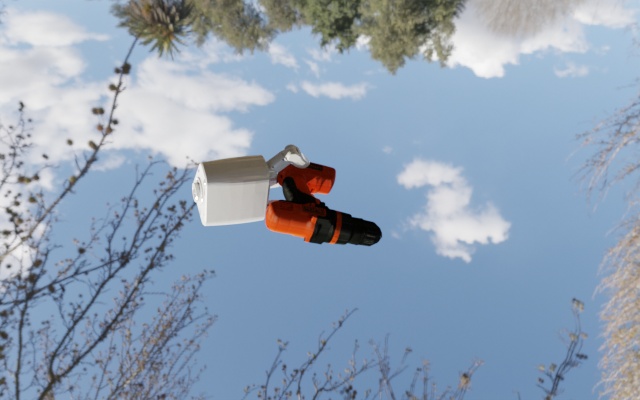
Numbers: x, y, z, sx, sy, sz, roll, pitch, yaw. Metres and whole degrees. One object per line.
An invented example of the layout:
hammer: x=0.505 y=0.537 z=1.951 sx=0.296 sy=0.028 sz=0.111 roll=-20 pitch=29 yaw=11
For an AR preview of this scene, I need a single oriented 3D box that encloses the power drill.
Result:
power drill: x=0.000 y=0.002 z=0.789 sx=0.184 sy=0.057 sz=0.187 roll=13 pitch=27 yaw=-15
